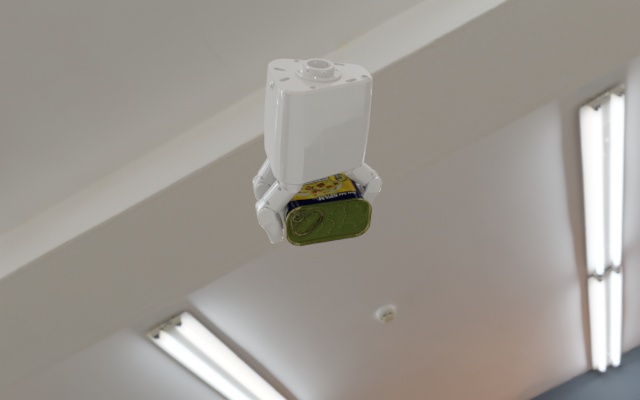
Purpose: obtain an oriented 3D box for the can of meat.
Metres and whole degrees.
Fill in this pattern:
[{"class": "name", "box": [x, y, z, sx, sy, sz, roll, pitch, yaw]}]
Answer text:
[{"class": "can of meat", "box": [0.000, 0.002, 0.580, 0.102, 0.057, 0.084, -8, 39, -12]}]
